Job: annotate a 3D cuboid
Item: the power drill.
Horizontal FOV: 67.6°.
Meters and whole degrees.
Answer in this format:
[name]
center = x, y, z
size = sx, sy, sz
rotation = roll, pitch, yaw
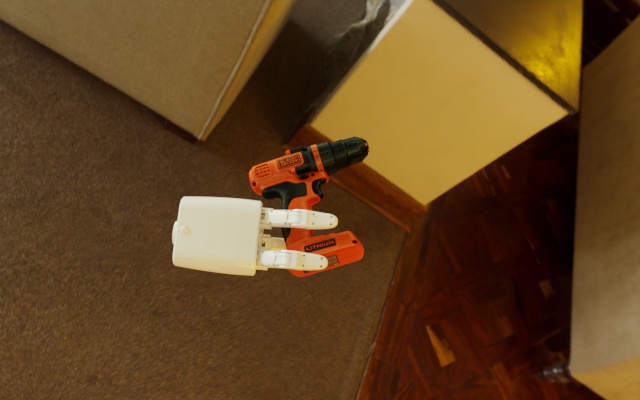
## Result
[power drill]
center = 0.000, 0.003, 0.679
size = 0.184, 0.187, 0.057
rotation = -18, -32, 3
